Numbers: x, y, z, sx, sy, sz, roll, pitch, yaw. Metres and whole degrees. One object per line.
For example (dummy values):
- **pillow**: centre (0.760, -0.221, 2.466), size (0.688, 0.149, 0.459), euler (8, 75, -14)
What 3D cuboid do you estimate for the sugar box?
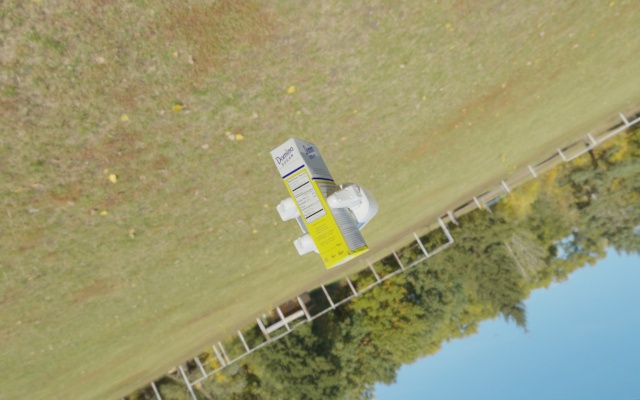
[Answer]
- **sugar box**: centre (0.000, 0.003, 0.660), size (0.048, 0.176, 0.093), euler (-32, -11, 17)
